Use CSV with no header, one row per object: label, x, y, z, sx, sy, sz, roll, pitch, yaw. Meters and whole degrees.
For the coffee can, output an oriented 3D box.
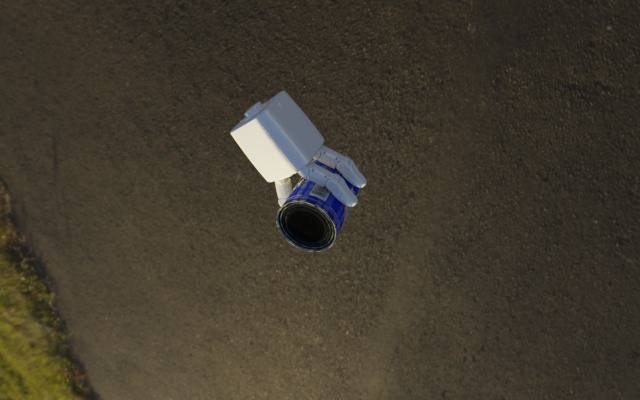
coffee can,0.000,0.003,0.806,0.103,0.103,0.140,0,35,24
